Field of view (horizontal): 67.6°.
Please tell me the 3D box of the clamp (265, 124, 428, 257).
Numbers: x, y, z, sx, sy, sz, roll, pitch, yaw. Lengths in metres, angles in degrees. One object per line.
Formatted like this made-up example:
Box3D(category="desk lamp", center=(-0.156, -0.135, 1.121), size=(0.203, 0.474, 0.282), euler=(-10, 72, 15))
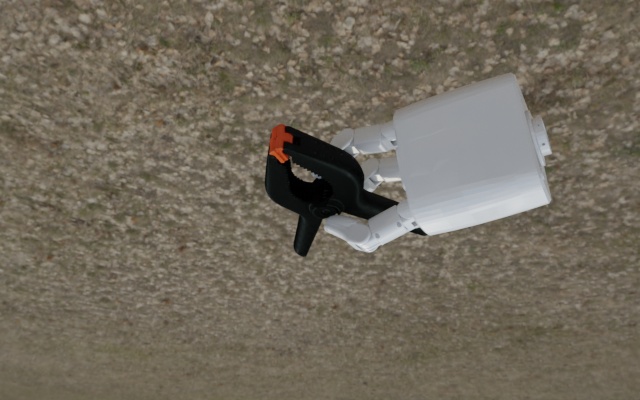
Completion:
Box3D(category="clamp", center=(0.000, 0.002, 0.479), size=(0.164, 0.036, 0.210), euler=(-18, -37, 27))
